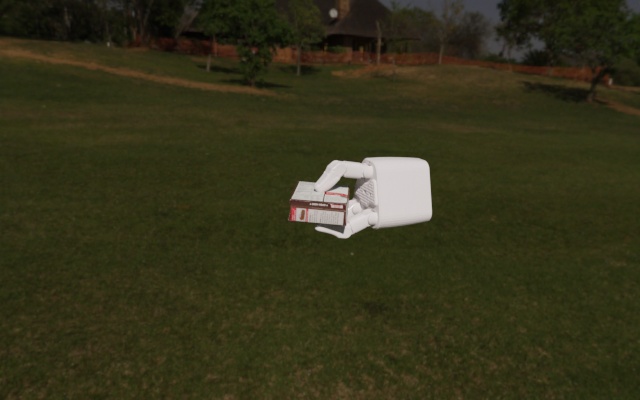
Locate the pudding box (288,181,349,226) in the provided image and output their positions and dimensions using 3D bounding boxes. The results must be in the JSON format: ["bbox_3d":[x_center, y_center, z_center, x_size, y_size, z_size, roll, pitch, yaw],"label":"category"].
[{"bbox_3d":[0.000,0.002,0.764,0.090,0.039,0.113,4,16,4],"label":"pudding box"}]
